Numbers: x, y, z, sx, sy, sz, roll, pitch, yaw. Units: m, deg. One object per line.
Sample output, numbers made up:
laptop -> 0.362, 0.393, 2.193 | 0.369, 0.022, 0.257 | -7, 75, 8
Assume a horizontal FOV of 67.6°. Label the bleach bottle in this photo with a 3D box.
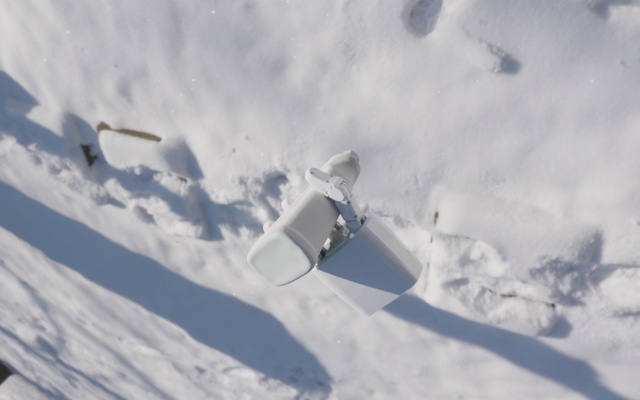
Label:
bleach bottle -> 0.000, 0.002, 0.656 | 0.103, 0.068, 0.250 | -38, 12, 45
